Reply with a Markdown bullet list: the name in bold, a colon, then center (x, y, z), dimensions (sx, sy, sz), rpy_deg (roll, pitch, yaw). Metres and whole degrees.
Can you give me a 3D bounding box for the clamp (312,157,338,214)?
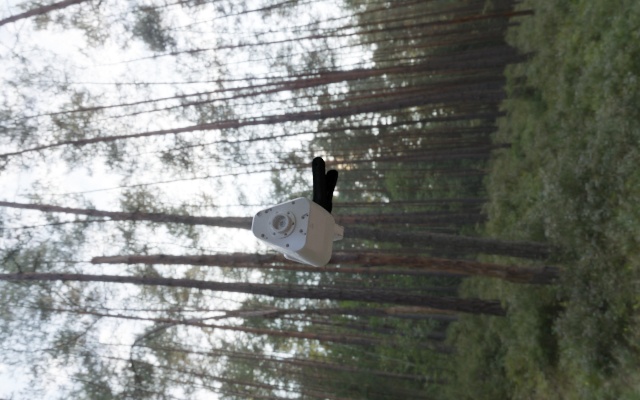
- **clamp**: center (0.000, 0.003, 0.900), dimensions (0.039, 0.171, 0.120), rpy_deg (0, -18, 22)
